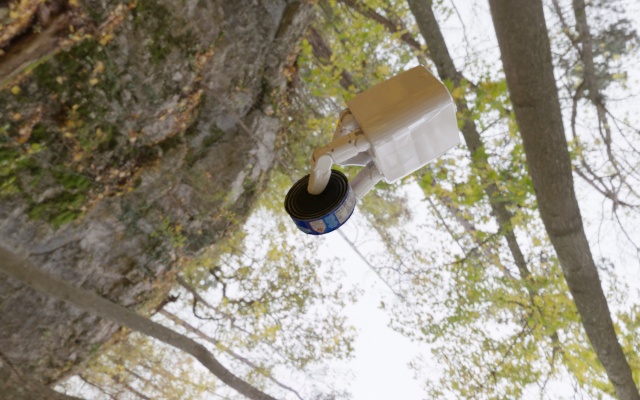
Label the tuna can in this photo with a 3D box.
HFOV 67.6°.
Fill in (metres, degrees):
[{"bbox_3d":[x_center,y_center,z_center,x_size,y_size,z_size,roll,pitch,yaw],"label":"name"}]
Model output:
[{"bbox_3d":[0.000,0.002,0.597,0.086,0.086,0.034,0,-42,30],"label":"tuna can"}]
